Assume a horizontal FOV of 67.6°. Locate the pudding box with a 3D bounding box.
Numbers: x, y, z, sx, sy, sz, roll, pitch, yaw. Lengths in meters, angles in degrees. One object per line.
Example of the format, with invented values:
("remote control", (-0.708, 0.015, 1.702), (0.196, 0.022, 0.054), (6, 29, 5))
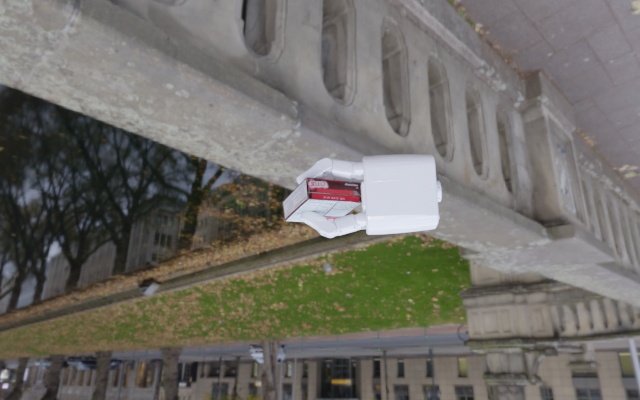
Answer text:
("pudding box", (0.000, 0.003, 0.742), (0.090, 0.039, 0.113), (5, -23, -23))
